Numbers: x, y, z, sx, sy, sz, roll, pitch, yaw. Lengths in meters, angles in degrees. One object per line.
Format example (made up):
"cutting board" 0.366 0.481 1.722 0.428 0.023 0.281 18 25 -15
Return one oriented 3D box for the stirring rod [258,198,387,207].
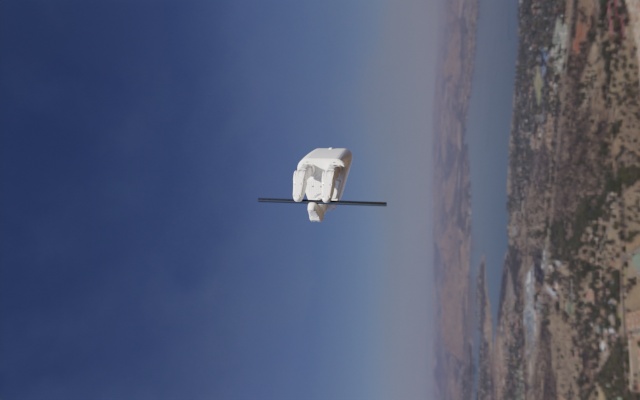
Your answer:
"stirring rod" 0.000 0.003 0.876 0.239 0.011 0.011 2 0 13
